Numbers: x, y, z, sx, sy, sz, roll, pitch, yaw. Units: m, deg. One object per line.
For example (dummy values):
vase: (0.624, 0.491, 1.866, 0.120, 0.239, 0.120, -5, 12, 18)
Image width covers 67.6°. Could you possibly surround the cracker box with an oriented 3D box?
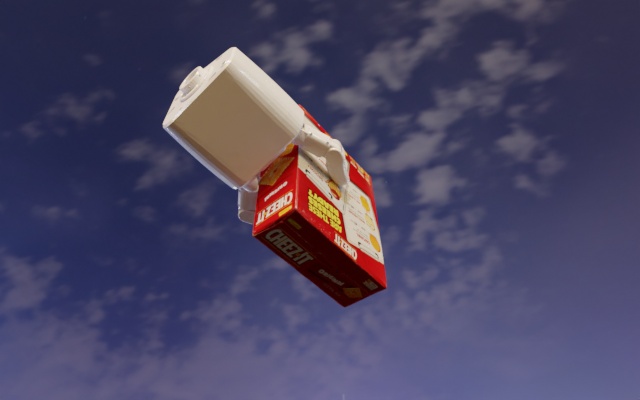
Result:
cracker box: (0.000, 0.002, 0.602, 0.072, 0.213, 0.164, -32, -57, 24)
